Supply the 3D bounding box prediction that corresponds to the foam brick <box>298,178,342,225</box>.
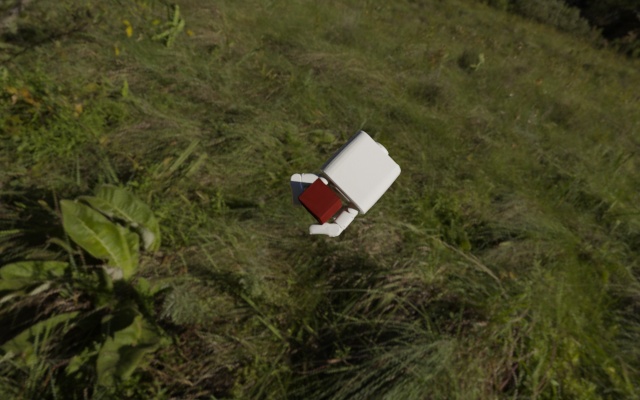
[{"bbox_3d":[0.000,0.003,0.824,0.051,0.053,0.078,-44,-11,-4],"label":"foam brick"}]
